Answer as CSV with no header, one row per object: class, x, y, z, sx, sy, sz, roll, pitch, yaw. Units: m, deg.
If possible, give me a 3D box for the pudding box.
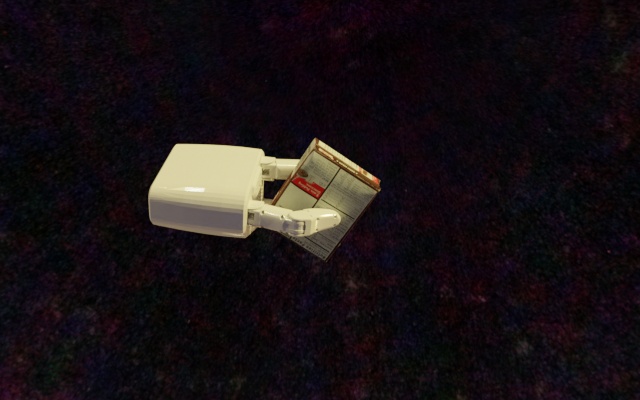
pudding box,0.000,0.002,0.540,0.090,0.113,0.039,32,23,-10
